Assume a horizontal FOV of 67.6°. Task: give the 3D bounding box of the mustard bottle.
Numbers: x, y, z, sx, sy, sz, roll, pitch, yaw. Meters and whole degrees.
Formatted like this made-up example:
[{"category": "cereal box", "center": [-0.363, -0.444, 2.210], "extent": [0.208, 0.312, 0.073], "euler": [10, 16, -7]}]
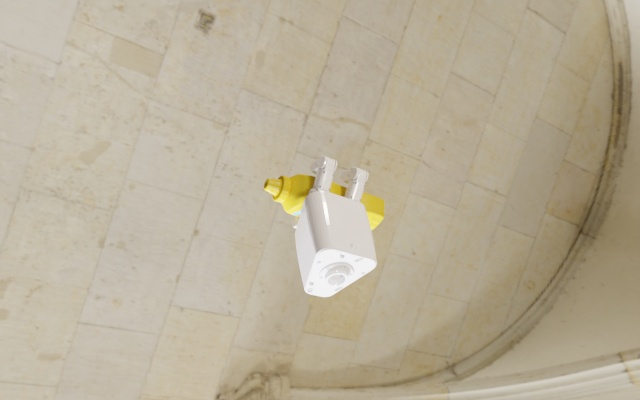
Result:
[{"category": "mustard bottle", "center": [0.000, 0.002, 0.757], "extent": [0.192, 0.058, 0.096], "euler": [18, -26, -26]}]
